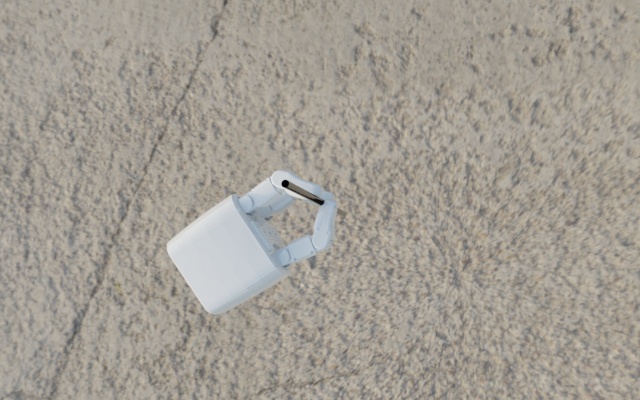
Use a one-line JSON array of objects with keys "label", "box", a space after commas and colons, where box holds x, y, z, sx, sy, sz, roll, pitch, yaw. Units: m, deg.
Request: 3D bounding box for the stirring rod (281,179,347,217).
[{"label": "stirring rod", "box": [0.000, 0.002, 0.556, 0.011, 0.011, 0.239, 0, -8, 16]}]
